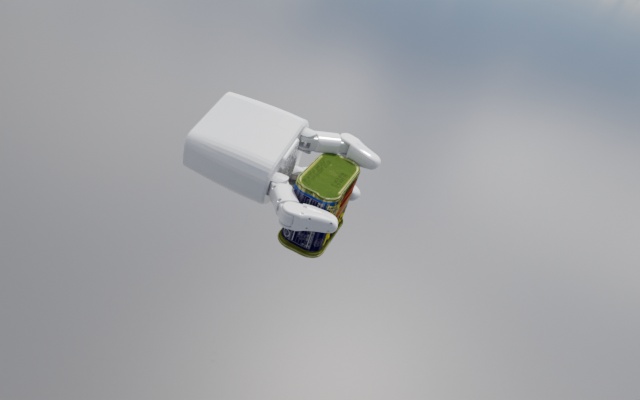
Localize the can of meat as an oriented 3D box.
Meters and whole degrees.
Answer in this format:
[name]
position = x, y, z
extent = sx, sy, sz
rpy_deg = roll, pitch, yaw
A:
[can of meat]
position = 0.000, 0.002, 0.550
extent = 0.057, 0.084, 0.102
rpy_deg = 26, 35, 10
